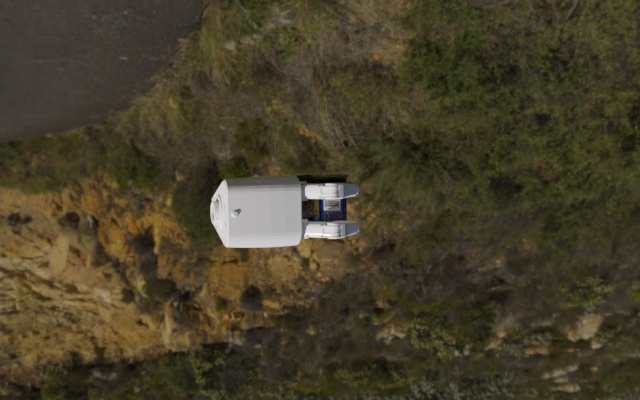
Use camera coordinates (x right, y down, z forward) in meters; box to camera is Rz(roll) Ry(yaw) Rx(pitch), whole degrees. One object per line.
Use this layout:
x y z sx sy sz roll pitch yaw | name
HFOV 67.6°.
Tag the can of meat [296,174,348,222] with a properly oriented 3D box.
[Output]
0.000 0.003 0.730 0.057 0.084 0.102 -2 2 -26 | can of meat
